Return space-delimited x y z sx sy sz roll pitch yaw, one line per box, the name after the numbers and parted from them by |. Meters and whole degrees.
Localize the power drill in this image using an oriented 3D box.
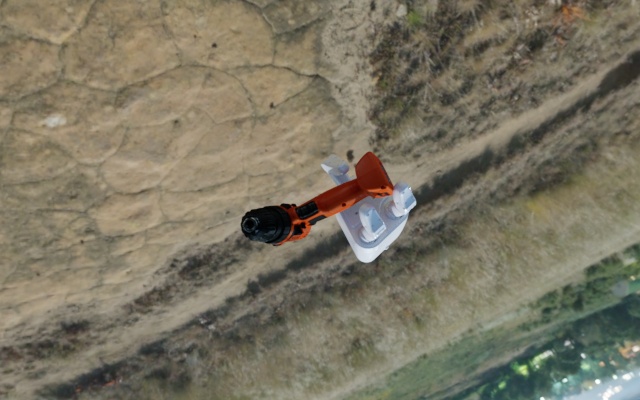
0.001 0.002 0.636 0.187 0.057 0.184 -26 -8 13 | power drill
